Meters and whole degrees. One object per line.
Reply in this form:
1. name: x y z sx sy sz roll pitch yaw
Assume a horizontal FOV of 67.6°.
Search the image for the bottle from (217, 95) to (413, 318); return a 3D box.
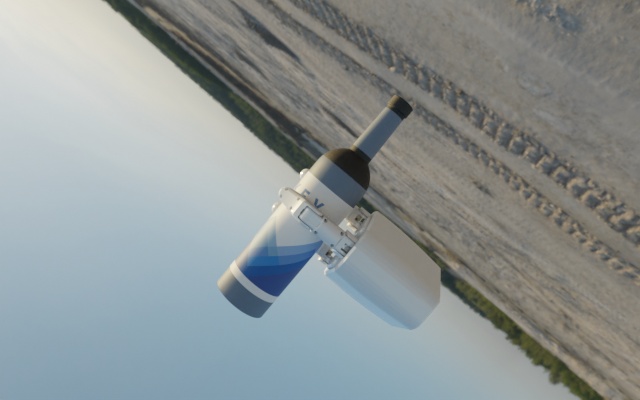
1. bottle: 0.000 0.002 0.548 0.069 0.296 0.069 40 3 -3
